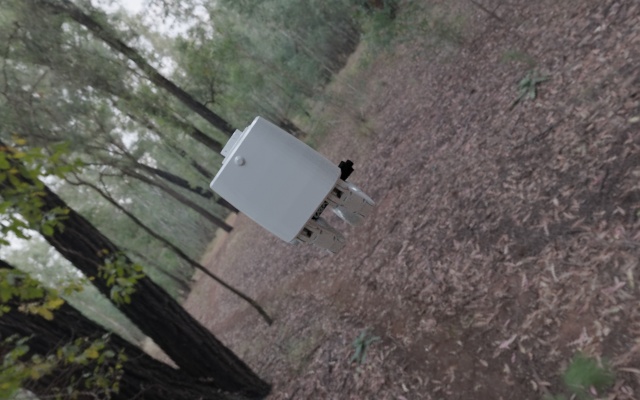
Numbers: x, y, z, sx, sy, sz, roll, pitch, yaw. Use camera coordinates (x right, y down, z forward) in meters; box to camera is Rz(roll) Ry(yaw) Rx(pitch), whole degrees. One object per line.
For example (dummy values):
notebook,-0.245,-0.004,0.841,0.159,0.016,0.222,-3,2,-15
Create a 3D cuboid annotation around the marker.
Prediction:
marker,0.000,0.002,0.568,0.020,0.121,0.020,35,11,-8
